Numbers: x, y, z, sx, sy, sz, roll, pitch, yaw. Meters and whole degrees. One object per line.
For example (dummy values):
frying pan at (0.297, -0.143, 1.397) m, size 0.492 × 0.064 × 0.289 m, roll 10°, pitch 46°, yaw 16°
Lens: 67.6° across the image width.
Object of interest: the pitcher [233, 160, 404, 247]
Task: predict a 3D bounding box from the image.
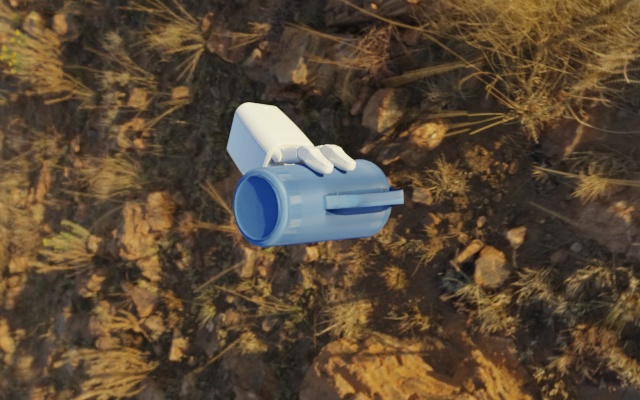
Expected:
pitcher at (0.000, 0.002, 0.717) m, size 0.243 × 0.149 × 0.145 m, roll -5°, pitch 48°, yaw -50°
